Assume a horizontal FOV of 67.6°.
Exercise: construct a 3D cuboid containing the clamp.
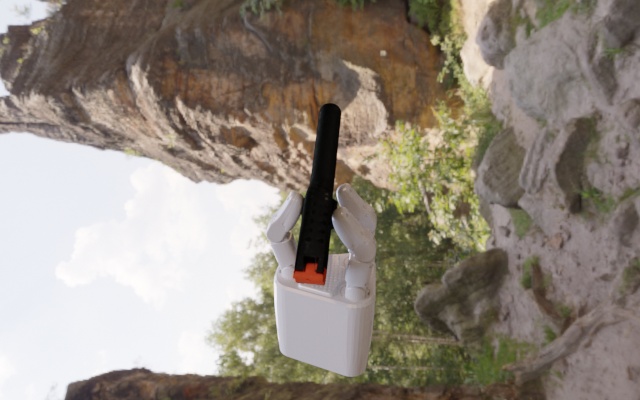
[{"bbox_3d":[-0.001,0.002,0.491,0.036,0.165,0.210,4,27,4],"label":"clamp"}]
